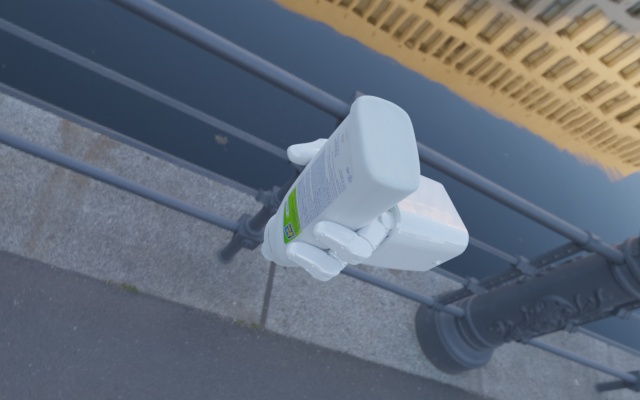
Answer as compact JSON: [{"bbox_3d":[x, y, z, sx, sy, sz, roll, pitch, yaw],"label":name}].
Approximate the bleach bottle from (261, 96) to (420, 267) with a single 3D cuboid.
[{"bbox_3d":[0.000,0.002,0.520,0.068,0.102,0.251,13,-32,-28],"label":"bleach bottle"}]
